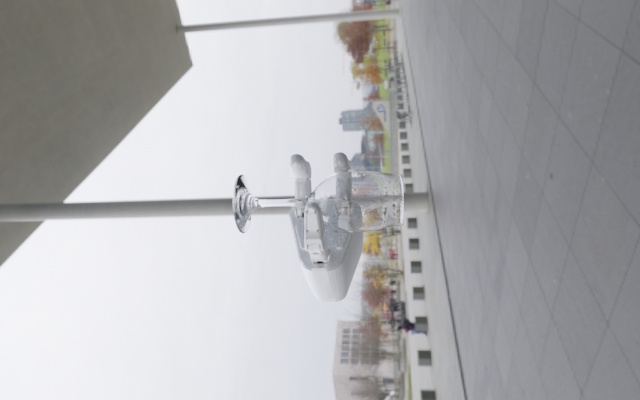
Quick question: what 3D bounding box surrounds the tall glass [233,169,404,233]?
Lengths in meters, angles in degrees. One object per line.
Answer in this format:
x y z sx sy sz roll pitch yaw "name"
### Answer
-0.001 0.002 0.588 0.201 0.079 0.079 -2 0 8 "tall glass"
